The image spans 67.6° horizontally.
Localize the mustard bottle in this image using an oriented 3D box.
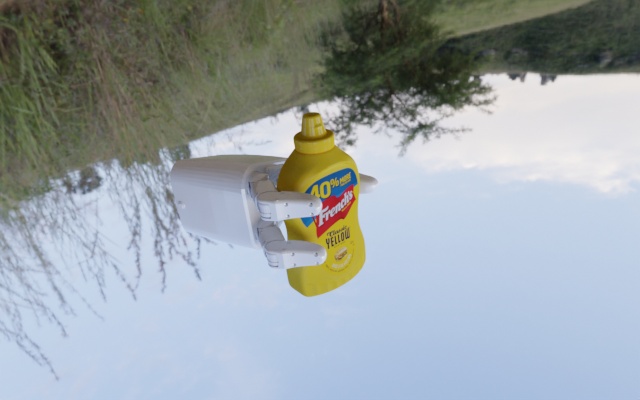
[{"bbox_3d":[0.000,0.002,0.503,0.096,0.192,0.058,-24,32,-31],"label":"mustard bottle"}]
